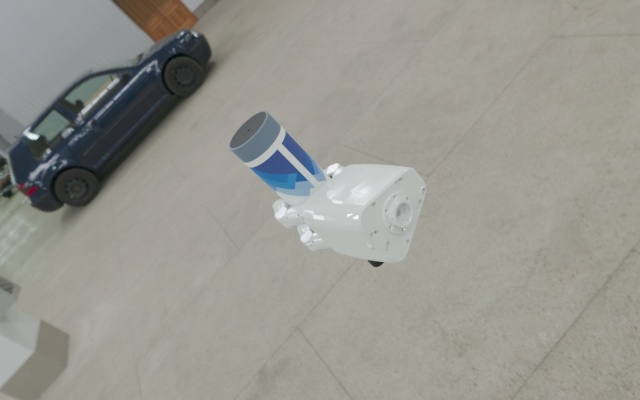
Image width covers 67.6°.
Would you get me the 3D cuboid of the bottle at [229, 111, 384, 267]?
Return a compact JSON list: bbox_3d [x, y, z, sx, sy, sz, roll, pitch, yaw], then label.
[{"bbox_3d":[0.000,0.002,0.668,0.069,0.069,0.296,0,-38,51],"label":"bottle"}]
